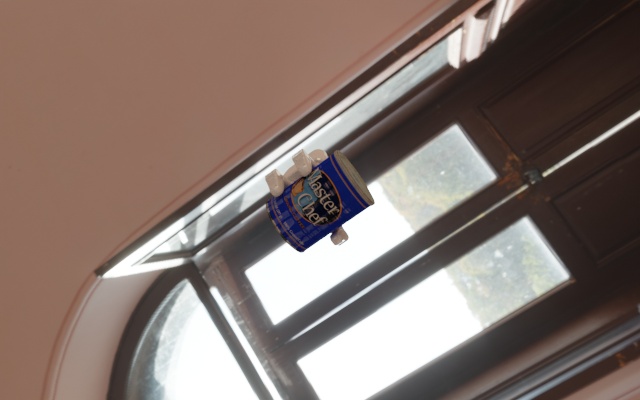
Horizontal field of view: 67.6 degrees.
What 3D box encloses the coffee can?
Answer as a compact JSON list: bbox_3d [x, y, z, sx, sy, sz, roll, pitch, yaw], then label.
[{"bbox_3d":[0.000,0.002,0.753,0.140,0.103,0.103,-35,-8,11],"label":"coffee can"}]
